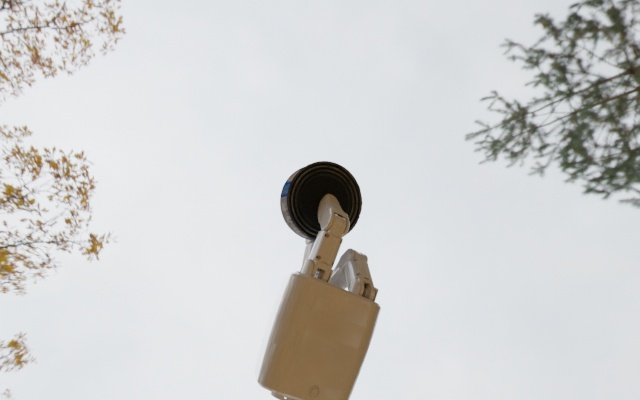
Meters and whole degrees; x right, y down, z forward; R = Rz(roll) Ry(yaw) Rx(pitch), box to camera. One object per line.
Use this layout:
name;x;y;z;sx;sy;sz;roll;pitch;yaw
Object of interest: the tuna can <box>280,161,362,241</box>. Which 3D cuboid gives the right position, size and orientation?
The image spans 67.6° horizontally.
tuna can;0.000;0.002;0.520;0.086;0.086;0.034;0;-4;-22
